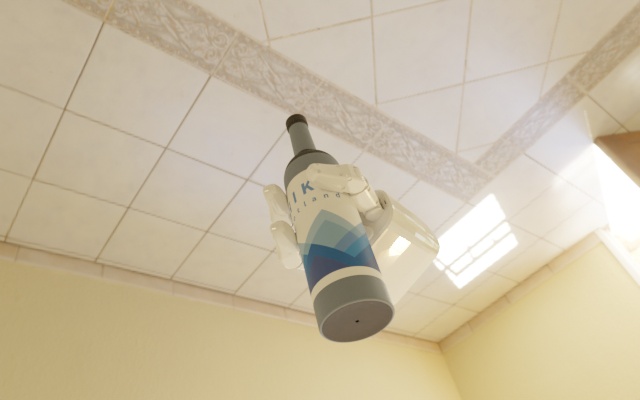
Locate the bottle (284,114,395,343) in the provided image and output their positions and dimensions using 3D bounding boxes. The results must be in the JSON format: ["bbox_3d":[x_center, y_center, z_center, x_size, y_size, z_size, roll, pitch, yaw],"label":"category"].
[{"bbox_3d":[0.000,0.002,0.503,0.069,0.069,0.295,0,43,-17],"label":"bottle"}]
